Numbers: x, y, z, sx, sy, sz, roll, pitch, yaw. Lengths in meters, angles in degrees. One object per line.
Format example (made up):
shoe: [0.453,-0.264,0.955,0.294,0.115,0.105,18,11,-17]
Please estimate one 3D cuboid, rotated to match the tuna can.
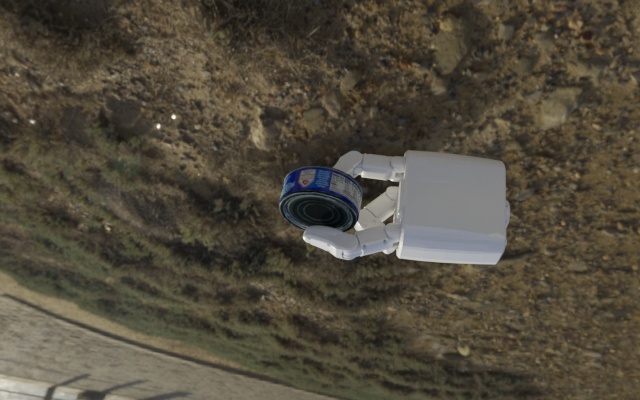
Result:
tuna can: [0.000,0.002,0.503,0.086,0.033,0.086,8,-32,5]
